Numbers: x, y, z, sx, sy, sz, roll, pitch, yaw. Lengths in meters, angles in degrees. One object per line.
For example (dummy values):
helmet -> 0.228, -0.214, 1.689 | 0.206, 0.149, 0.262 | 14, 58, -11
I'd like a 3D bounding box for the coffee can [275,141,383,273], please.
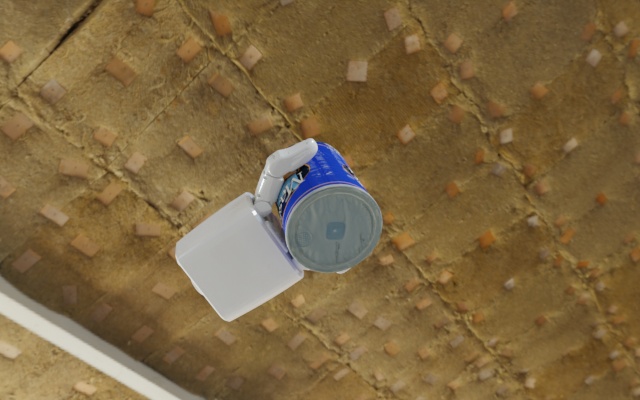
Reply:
coffee can -> 0.000, 0.002, 0.551 | 0.103, 0.103, 0.140 | 0, 26, -14
